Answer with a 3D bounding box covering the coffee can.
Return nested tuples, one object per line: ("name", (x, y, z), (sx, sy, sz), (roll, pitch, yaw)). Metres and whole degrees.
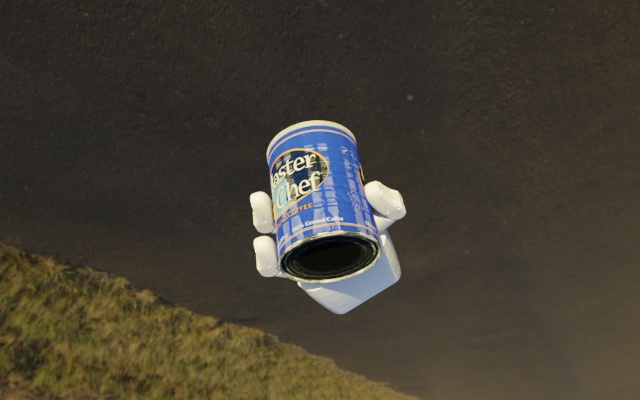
("coffee can", (0.000, 0.001, 0.504), (0.103, 0.140, 0.103), (-7, -34, -4))
